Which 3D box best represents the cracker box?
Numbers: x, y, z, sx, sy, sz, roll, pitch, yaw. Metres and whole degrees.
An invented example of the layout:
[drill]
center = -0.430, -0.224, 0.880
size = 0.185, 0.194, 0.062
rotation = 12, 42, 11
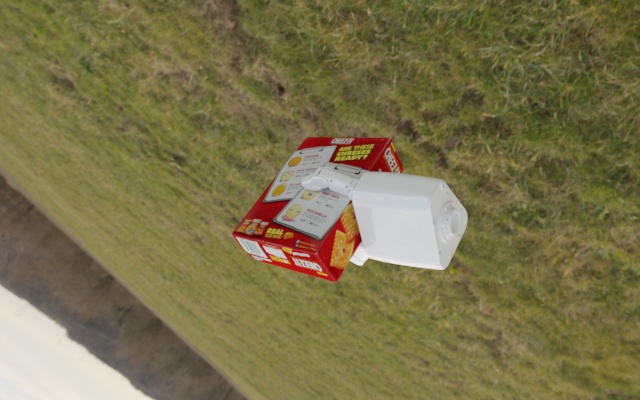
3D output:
[cracker box]
center = 0.000, 0.002, 0.691
size = 0.164, 0.213, 0.072
rotation = 7, -39, 40
